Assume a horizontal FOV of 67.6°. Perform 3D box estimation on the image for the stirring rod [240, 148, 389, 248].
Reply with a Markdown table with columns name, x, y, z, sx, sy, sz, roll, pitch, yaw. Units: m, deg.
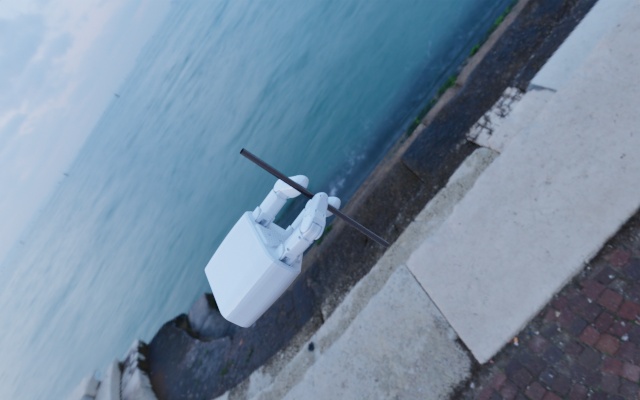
| name | x | y | z | sx | sy | sz | roll | pitch | yaw |
| --- | --- | --- | --- | --- | --- | --- | --- | --- | --- |
| stirring rod | 0.000 | 0.002 | 0.602 | 0.239 | 0.011 | 0.011 | 33 | -16 | -26 |
